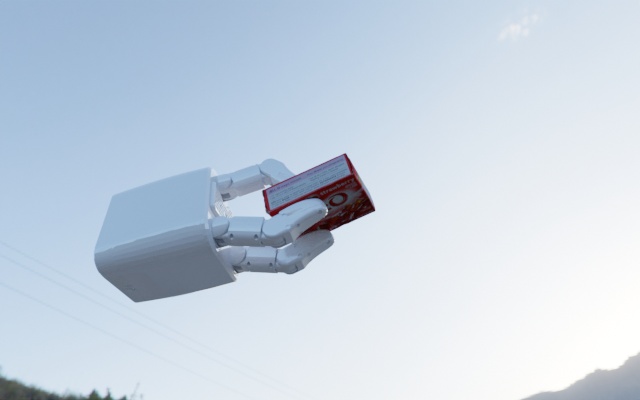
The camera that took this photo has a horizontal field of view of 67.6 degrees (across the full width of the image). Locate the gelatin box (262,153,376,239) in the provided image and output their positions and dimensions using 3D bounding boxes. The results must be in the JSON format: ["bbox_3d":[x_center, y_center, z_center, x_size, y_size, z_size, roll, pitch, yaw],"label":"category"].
[{"bbox_3d":[0.000,0.001,0.457,0.089,0.030,0.073,-24,-35,9],"label":"gelatin box"}]
